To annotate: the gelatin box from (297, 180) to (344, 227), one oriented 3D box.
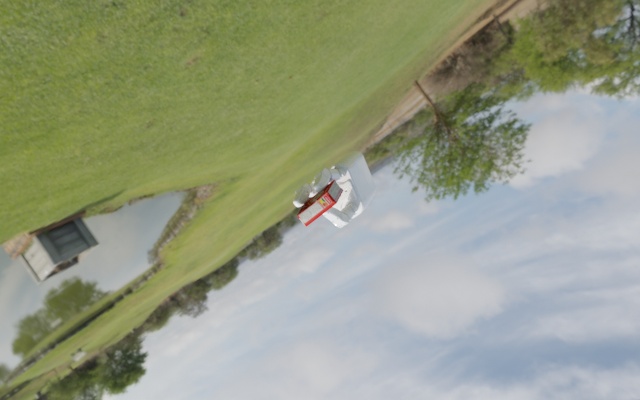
[{"bbox_3d":[0.000,0.003,0.871,0.073,0.030,0.089,-38,7,19],"label":"gelatin box"}]
